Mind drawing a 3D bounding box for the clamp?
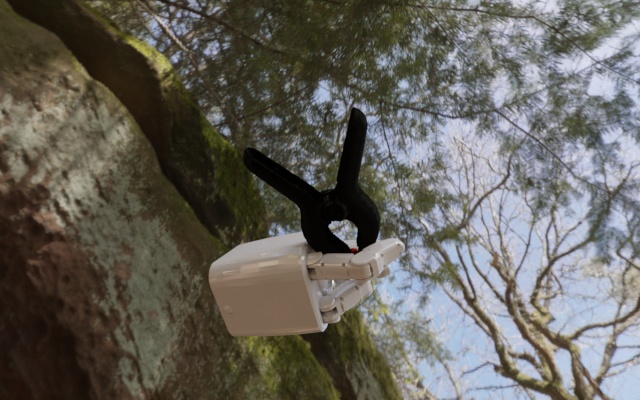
[{"bbox_3d":[0.000,0.001,0.468,0.120,0.171,0.039,-8,25,14],"label":"clamp"}]
